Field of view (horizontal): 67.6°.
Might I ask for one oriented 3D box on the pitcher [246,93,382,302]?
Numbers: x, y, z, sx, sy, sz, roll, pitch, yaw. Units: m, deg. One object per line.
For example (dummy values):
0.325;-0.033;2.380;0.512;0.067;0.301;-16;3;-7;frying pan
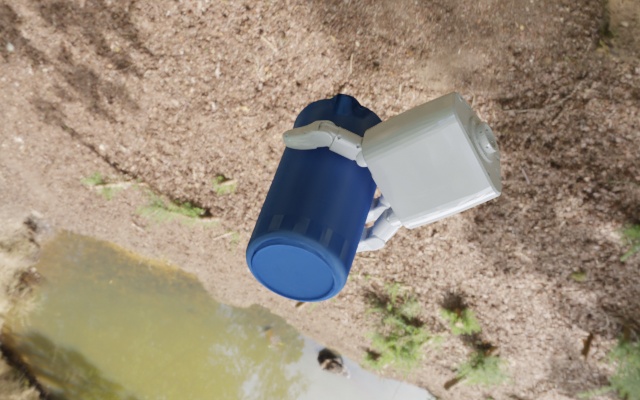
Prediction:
0.000;0.002;0.572;0.145;0.149;0.242;-22;32;34;pitcher
